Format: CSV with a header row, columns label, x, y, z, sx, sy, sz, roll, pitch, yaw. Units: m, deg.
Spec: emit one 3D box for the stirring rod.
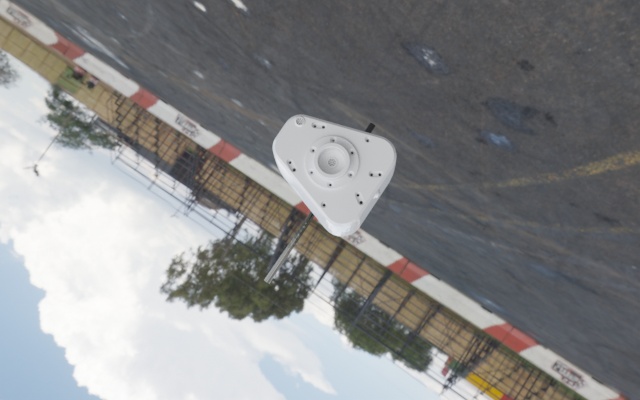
label,x,y,z,sx,sy,sz,roll,pitch,yaw
stirring rod,0.000,0.002,0.603,0.011,0.239,0.011,34,-4,3
